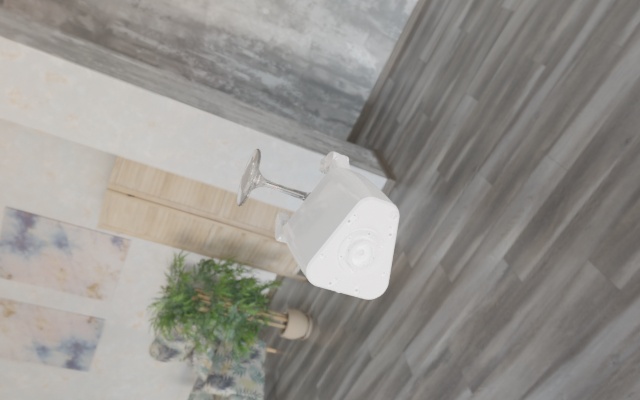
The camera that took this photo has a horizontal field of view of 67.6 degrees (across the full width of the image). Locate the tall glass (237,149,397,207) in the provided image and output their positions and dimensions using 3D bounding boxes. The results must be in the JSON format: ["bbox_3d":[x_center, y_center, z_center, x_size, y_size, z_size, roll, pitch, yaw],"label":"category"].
[{"bbox_3d":[-0.001,0.002,0.615,0.201,0.079,0.079,19,-7,-20],"label":"tall glass"}]
